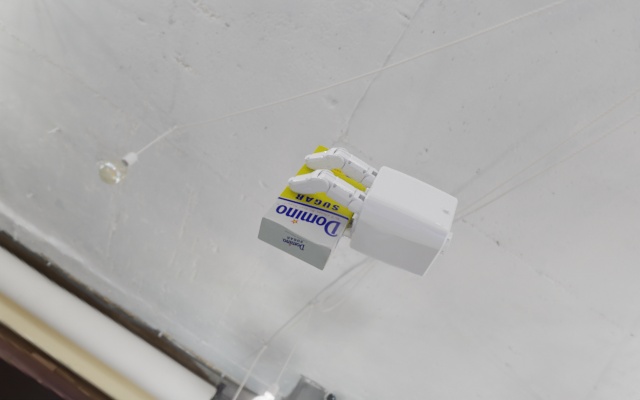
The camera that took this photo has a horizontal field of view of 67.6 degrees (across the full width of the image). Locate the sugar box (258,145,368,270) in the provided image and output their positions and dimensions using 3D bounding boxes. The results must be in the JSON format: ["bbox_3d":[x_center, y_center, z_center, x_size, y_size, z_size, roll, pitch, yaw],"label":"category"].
[{"bbox_3d":[0.000,0.002,0.627,0.093,0.048,0.176,25,41,7],"label":"sugar box"}]
